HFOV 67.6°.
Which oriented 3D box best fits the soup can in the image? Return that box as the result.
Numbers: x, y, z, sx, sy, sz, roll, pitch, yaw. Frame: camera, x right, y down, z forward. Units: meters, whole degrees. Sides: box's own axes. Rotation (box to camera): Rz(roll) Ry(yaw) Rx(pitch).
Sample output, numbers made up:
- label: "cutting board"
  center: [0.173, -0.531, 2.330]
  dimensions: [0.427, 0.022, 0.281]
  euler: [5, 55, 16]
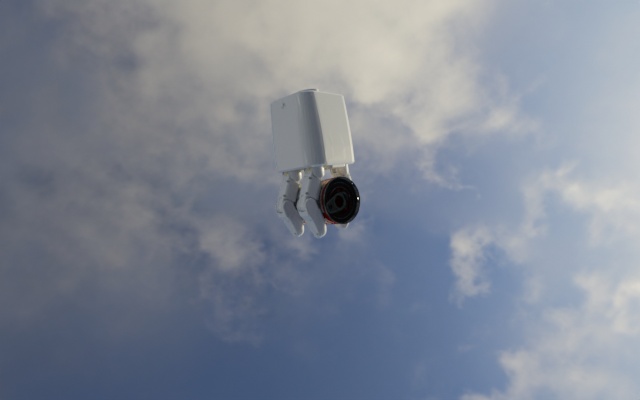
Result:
- label: "soup can"
  center: [0.000, 0.003, 0.714]
  dimensions: [0.068, 0.068, 0.102]
  euler: [0, -3, -38]
